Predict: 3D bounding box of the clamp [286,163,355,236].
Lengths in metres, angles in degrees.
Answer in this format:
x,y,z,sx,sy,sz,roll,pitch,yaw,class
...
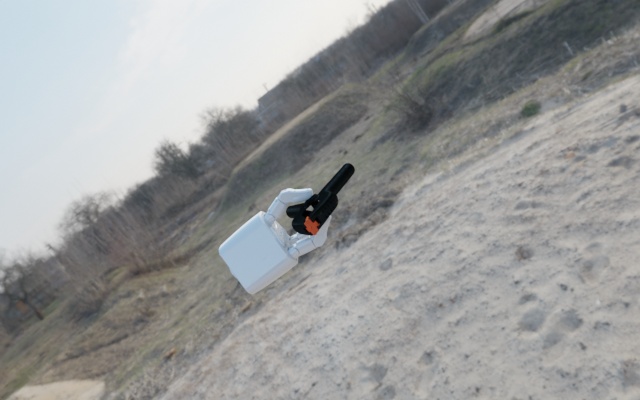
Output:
x,y,z,sx,sy,sz,roll,pitch,yaw,class
-0.001,0.002,0.853,0.164,0.036,0.210,-39,12,9,clamp
